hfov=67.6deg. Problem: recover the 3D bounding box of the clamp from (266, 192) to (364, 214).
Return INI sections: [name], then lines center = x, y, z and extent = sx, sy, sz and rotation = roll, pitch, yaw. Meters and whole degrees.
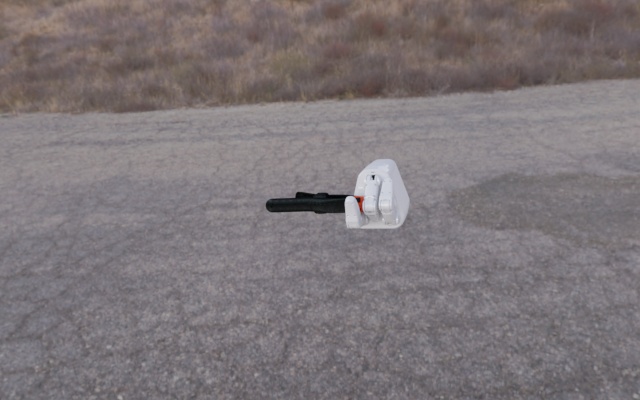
[clamp]
center = 0.000, 0.002, 0.865
extent = 0.171, 0.039, 0.120
rotation = 3, 15, 17
